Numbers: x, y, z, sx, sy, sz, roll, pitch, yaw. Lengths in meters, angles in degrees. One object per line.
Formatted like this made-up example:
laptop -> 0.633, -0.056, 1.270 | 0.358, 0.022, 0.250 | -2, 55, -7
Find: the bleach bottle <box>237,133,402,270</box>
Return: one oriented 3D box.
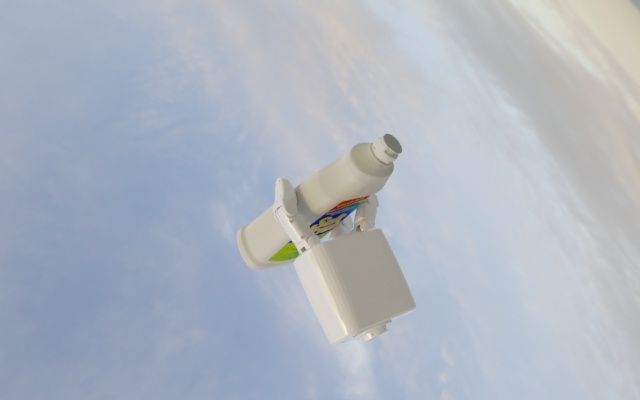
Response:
bleach bottle -> 0.000, 0.002, 0.602 | 0.102, 0.068, 0.251 | -3, -30, -45
